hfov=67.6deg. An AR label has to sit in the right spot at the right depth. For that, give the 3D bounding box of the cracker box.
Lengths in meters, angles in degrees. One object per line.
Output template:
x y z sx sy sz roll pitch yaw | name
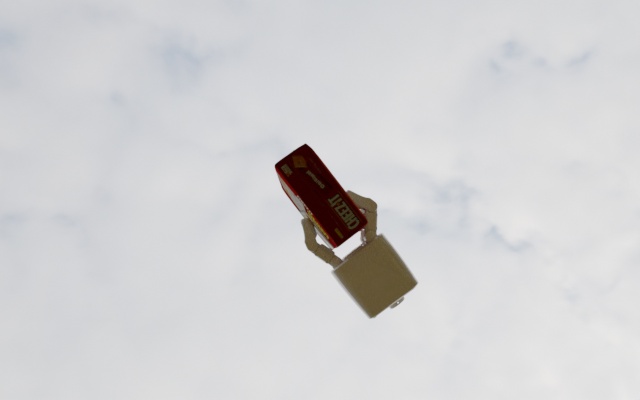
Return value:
0.000 0.003 0.841 0.072 0.164 0.214 -38 -5 -6 | cracker box
